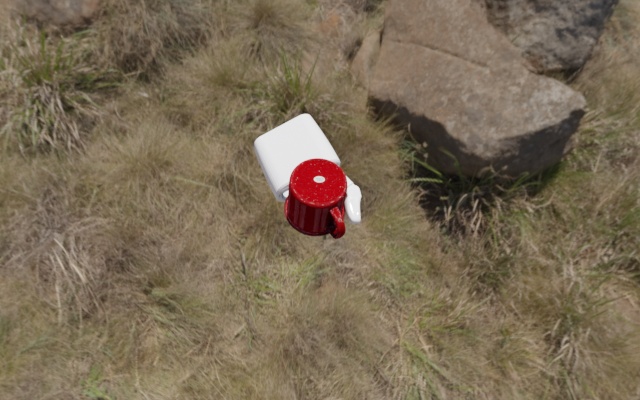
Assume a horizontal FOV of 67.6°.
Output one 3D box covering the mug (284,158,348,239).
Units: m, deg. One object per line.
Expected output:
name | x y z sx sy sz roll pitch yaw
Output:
mug | 0.001 0.003 0.682 0.093 0.117 0.081 -23 -25 -17
